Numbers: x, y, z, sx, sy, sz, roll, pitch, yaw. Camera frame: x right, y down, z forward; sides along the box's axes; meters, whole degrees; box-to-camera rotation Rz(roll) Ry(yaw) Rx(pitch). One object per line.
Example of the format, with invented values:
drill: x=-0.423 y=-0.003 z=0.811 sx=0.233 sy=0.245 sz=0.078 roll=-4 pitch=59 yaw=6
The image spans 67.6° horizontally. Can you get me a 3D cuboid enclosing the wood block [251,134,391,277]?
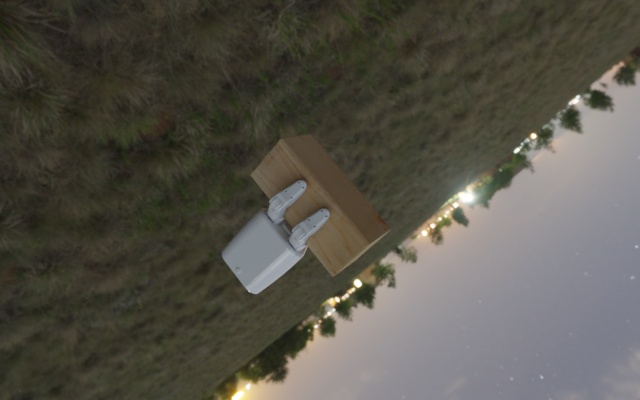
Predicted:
wood block: x=0.000 y=0.003 z=0.753 sx=0.090 sy=0.206 sz=0.091 roll=-46 pitch=-12 yaw=29
